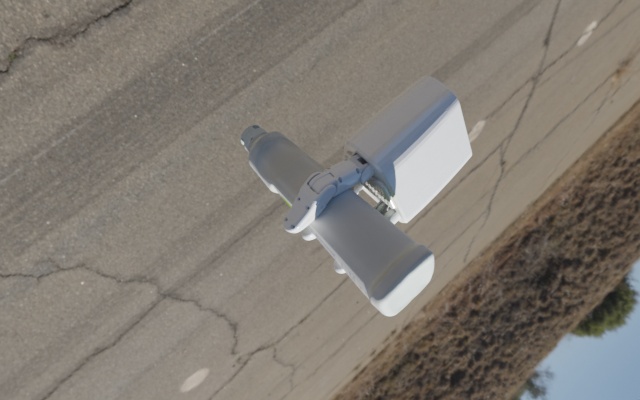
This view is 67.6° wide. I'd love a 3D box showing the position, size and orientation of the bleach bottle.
[{"bbox_3d":[0.000,0.002,0.482,0.250,0.068,0.103,44,-7,25],"label":"bleach bottle"}]
